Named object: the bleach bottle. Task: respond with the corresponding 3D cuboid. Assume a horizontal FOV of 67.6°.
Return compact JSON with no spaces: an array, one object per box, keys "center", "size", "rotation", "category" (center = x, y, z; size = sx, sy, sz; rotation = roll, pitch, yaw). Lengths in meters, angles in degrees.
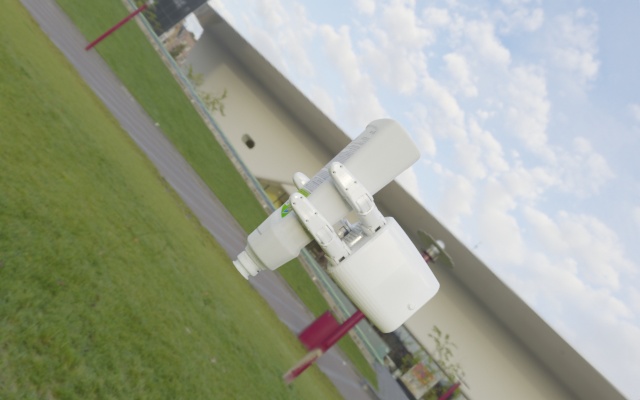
[{"center":[0.000,0.002,0.581],"size":[0.251,0.068,0.102],"rotation":[-40,11,-5],"category":"bleach bottle"}]
